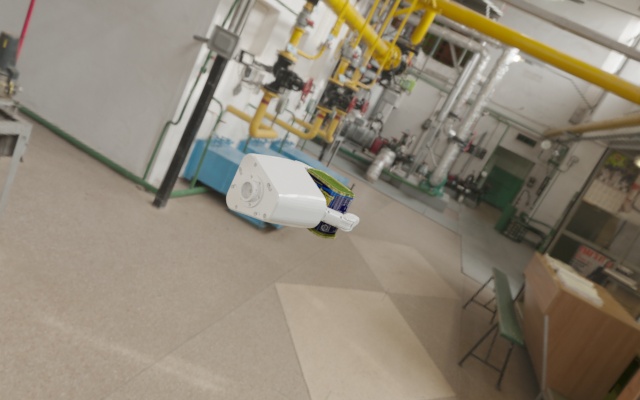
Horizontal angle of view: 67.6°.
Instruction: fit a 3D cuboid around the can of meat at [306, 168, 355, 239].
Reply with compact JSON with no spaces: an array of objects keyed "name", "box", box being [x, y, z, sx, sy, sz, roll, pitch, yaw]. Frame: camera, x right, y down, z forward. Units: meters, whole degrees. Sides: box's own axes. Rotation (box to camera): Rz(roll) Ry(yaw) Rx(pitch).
[{"name":"can of meat","box":[0.000,0.002,0.808,0.057,0.084,0.102,10,21,-48]}]
